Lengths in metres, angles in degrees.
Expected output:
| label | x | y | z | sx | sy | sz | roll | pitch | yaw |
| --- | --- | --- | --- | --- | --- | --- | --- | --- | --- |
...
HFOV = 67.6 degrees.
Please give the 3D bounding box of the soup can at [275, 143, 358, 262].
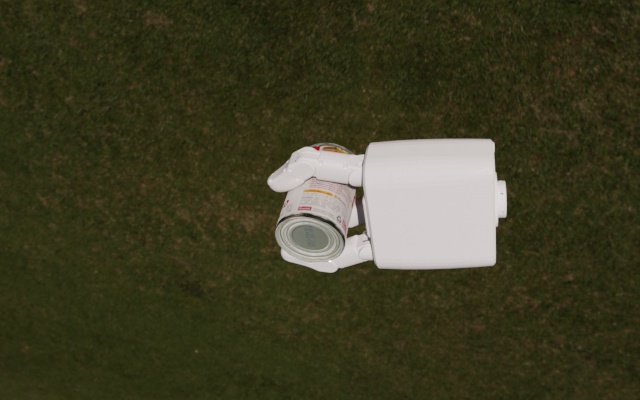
| label | x | y | z | sx | sy | sz | roll | pitch | yaw |
| --- | --- | --- | --- | --- | --- | --- | --- | --- | --- |
| soup can | 0.000 | 0.002 | 0.469 | 0.068 | 0.102 | 0.069 | 8 | -43 | 8 |
